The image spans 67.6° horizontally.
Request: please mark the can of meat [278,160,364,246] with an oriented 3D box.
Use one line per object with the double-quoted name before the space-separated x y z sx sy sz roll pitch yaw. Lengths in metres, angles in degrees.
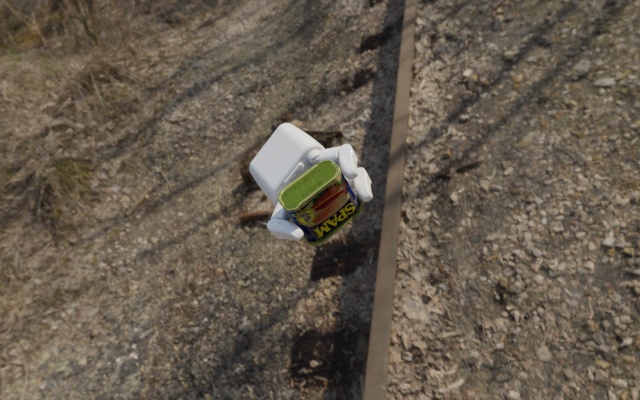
"can of meat" 0.000 0.002 0.688 0.102 0.084 0.057 -37 41 -4
